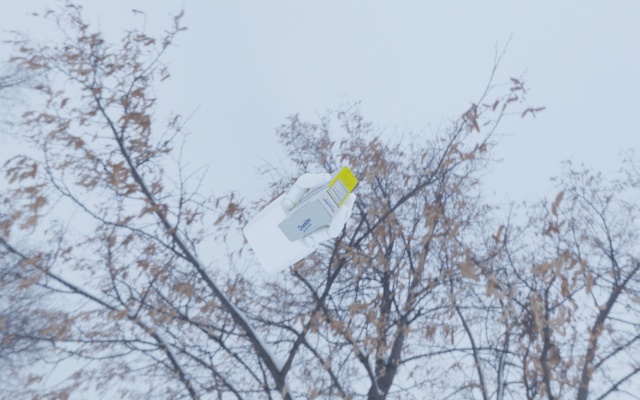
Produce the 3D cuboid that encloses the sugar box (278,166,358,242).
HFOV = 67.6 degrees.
[{"bbox_3d":[0.000,0.003,0.836,0.093,0.048,0.176,-33,11,28],"label":"sugar box"}]
